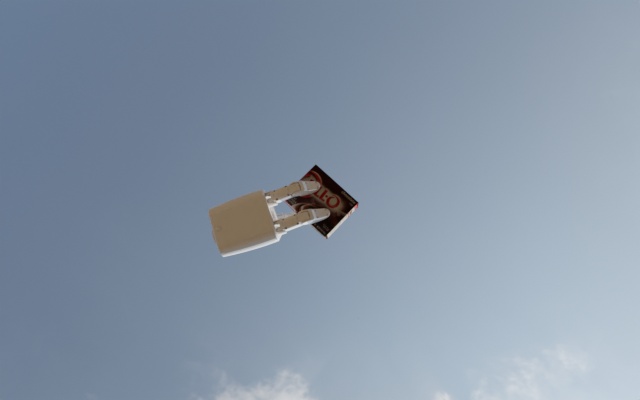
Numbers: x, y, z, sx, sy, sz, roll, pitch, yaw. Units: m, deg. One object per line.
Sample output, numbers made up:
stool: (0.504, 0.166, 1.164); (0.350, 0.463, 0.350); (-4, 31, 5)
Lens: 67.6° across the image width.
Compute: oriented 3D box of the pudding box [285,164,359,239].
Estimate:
pudding box: (0.000, 0.003, 0.884); (0.113, 0.090, 0.039); (42, -9, 11)
